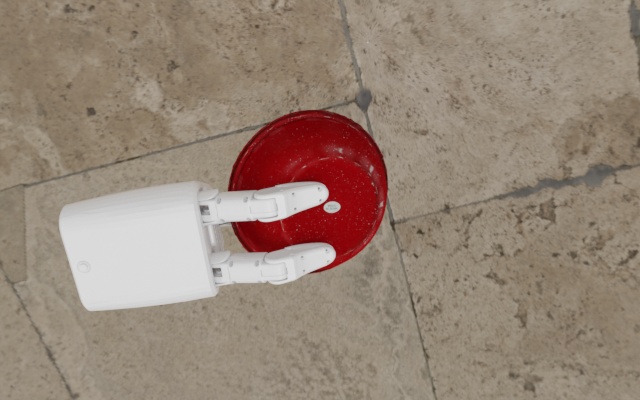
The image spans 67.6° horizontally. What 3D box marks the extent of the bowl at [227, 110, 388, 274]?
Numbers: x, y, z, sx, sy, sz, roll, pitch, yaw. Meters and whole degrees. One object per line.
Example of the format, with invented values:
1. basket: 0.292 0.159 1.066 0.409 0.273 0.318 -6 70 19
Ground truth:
1. bowl: 0.001 0.001 0.433 0.162 0.162 0.055 0 15 -20
